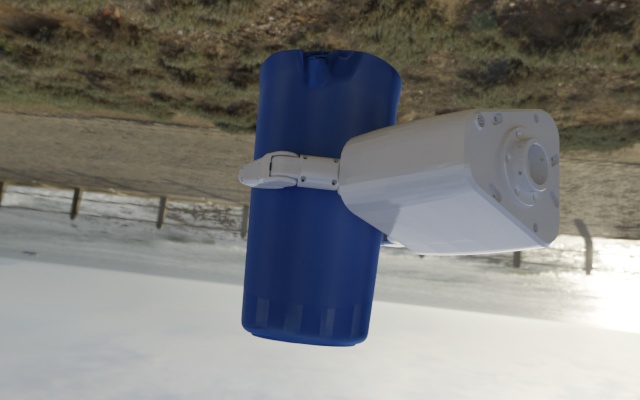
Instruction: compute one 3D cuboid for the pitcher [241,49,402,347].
[{"bbox_3d":[0.000,0.001,0.436,0.149,0.242,0.145,15,-14,-36],"label":"pitcher"}]
